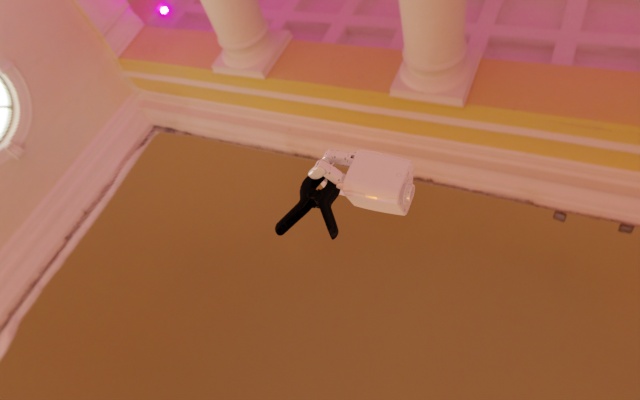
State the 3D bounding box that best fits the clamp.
[{"bbox_3d":[0.000,0.003,0.884,0.120,0.171,0.039,14,-29,23],"label":"clamp"}]
